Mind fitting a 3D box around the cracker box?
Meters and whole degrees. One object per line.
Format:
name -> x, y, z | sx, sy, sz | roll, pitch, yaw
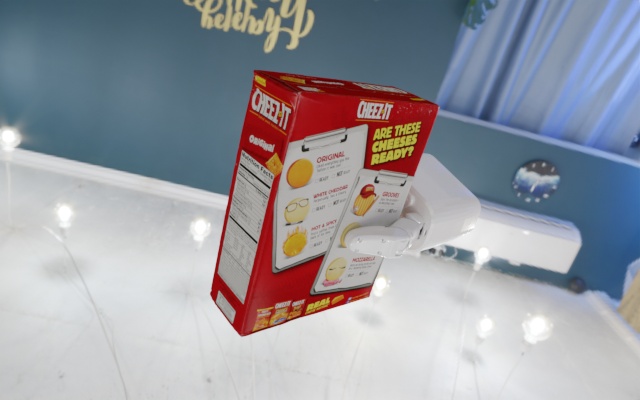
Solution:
cracker box -> 0.000, 0.002, 0.432 | 0.164, 0.214, 0.072 | -6, 31, -42
